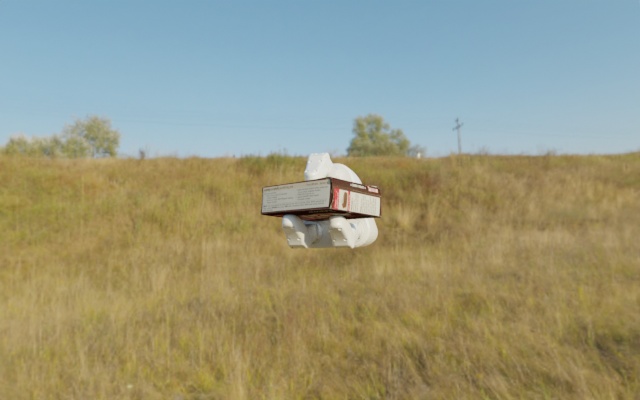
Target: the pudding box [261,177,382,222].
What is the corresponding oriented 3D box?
[{"bbox_3d":[0.000,0.002,0.553,0.113,0.039,0.090,-9,-12,42],"label":"pudding box"}]
